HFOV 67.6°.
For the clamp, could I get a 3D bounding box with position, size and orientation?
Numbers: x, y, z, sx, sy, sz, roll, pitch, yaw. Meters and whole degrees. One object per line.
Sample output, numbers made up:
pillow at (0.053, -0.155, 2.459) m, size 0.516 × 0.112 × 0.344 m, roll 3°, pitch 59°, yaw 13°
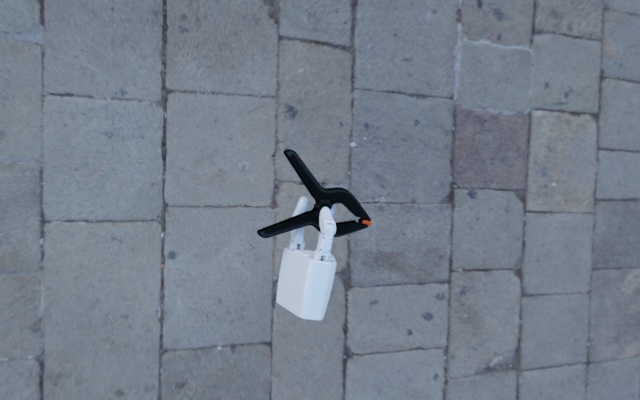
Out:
clamp at (0.001, 0.003, 0.878) m, size 0.210 × 0.164 × 0.036 m, roll 11°, pitch 5°, yaw -18°
